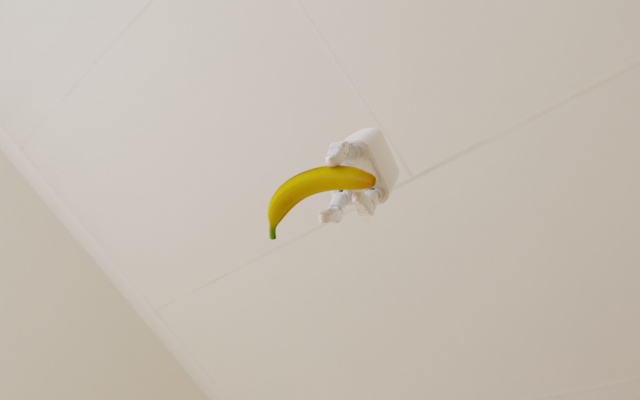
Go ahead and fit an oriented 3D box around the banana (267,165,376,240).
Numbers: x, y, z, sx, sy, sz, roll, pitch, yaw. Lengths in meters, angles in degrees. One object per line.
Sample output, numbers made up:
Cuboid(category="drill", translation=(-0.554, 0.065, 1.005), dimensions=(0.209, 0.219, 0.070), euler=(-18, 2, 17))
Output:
Cuboid(category="banana", translation=(-0.012, -0.012, 0.706), dimensions=(0.198, 0.069, 0.037), euler=(-29, 5, 28))
